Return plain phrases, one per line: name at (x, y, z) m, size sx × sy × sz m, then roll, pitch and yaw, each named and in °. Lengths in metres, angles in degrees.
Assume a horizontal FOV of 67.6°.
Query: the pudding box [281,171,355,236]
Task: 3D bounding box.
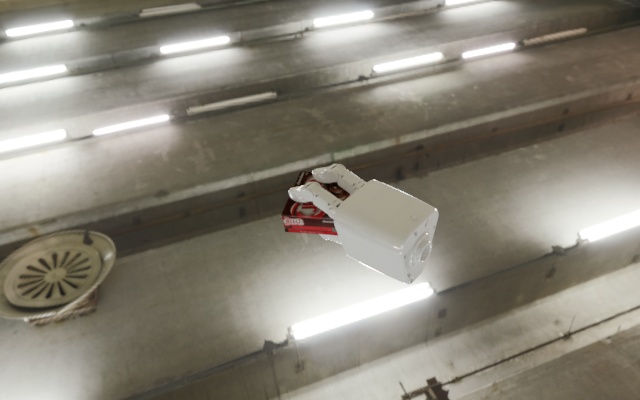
pudding box at (0.000, 0.002, 0.717) m, size 0.090 × 0.039 × 0.113 m, roll 4°, pitch 37°, yaw 13°
